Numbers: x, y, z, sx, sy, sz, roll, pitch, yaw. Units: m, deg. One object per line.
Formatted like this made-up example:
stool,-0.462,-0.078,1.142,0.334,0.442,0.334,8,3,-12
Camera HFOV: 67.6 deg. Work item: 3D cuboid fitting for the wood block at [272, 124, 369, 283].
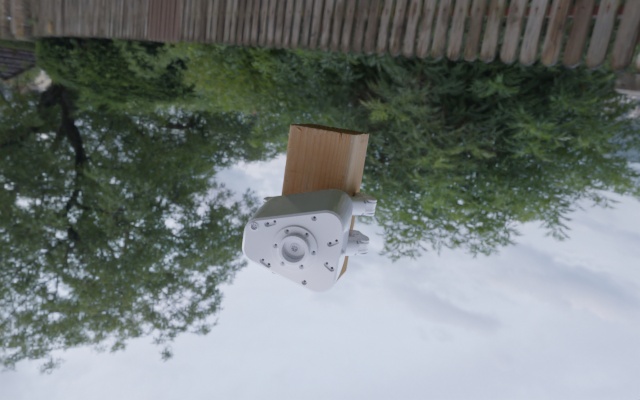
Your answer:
wood block,0.000,0.002,0.665,0.091,0.206,0.090,12,13,15
